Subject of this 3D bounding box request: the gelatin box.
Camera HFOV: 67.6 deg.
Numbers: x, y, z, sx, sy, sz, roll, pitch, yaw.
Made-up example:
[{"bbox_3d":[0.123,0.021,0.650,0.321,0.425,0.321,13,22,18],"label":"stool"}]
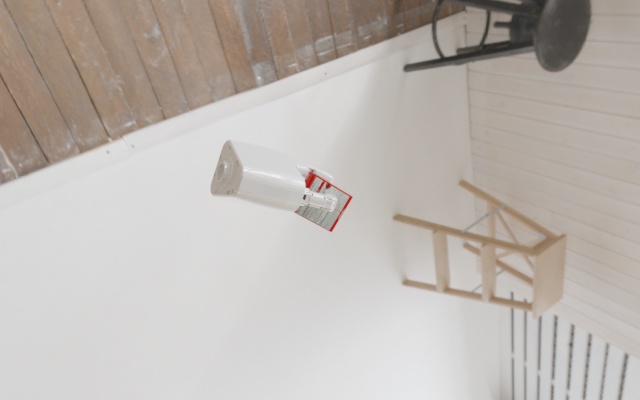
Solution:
[{"bbox_3d":[0.001,0.003,0.813,0.089,0.073,0.030,29,2,-31],"label":"gelatin box"}]
